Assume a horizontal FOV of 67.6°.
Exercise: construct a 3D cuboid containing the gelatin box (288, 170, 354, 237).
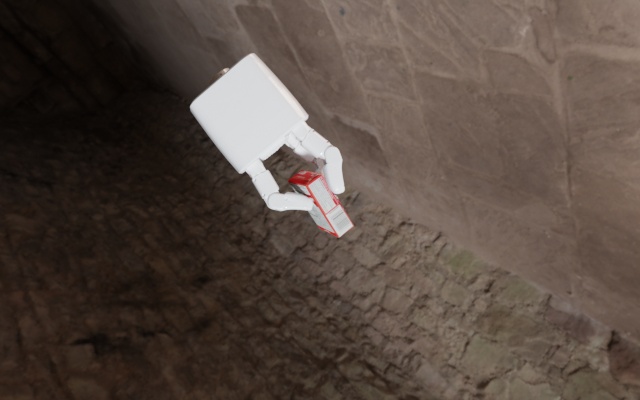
[{"bbox_3d":[0.000,0.003,0.652,0.030,0.089,0.073,-36,18,-14],"label":"gelatin box"}]
